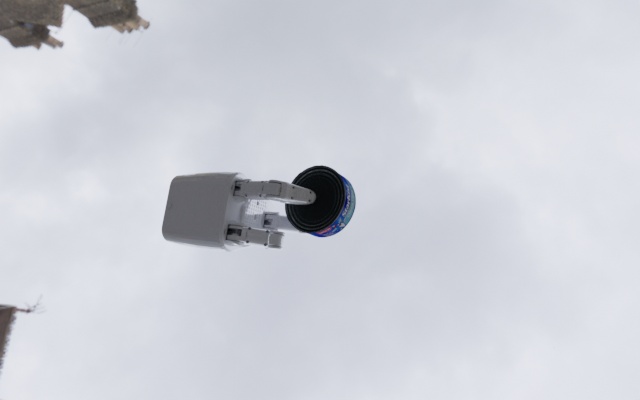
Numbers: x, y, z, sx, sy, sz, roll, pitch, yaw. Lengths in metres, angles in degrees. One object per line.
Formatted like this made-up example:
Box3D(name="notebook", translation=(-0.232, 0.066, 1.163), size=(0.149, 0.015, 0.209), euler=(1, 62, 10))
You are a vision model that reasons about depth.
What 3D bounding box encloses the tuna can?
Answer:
Box3D(name="tuna can", translation=(0.000, 0.002, 0.592), size=(0.086, 0.086, 0.034), euler=(0, -16, 32))
